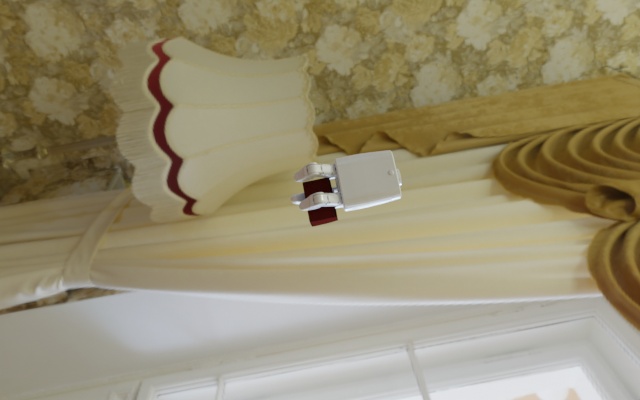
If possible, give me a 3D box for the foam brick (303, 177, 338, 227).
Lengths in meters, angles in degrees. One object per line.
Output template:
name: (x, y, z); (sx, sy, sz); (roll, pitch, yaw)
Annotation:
foam brick: (0.000, 0.003, 0.885); (0.051, 0.078, 0.053); (-11, -11, 2)
